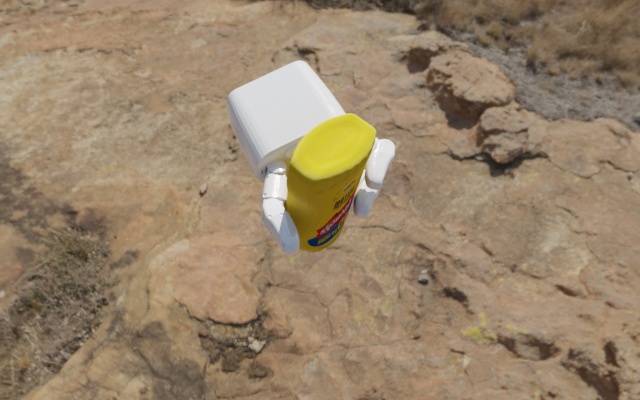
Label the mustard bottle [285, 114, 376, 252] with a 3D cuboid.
[{"bbox_3d":[0.000,0.002,0.509,0.058,0.096,0.192,37,-33,15],"label":"mustard bottle"}]
